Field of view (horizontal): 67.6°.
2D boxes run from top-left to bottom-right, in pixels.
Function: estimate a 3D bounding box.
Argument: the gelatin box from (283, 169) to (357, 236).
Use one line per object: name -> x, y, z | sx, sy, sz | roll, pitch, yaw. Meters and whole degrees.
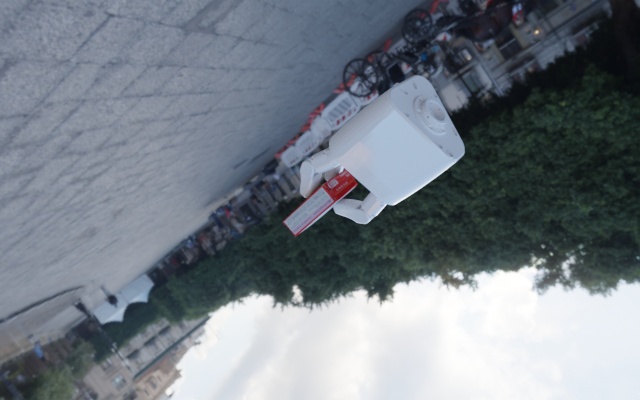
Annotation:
gelatin box -> 0.000, 0.003, 0.639 | 0.089, 0.030, 0.073 | -43, -3, 33
